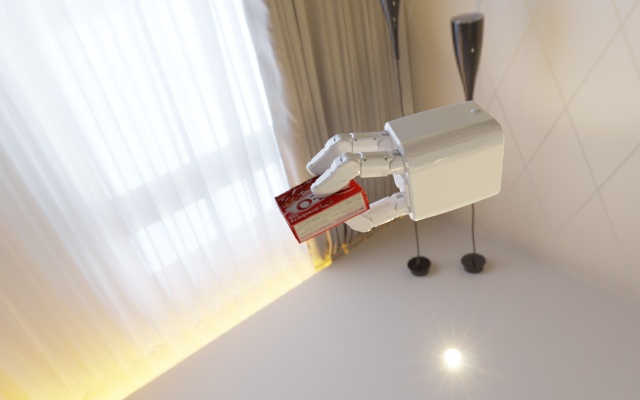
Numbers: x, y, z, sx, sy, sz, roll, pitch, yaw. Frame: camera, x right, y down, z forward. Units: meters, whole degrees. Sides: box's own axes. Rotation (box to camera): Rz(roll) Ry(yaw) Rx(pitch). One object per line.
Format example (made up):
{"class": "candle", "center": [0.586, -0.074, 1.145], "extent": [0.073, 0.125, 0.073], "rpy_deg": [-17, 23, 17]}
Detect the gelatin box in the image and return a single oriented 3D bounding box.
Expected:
{"class": "gelatin box", "center": [0.000, 0.002, 0.533], "extent": [0.089, 0.030, 0.073], "rpy_deg": [-27, 32, -7]}
